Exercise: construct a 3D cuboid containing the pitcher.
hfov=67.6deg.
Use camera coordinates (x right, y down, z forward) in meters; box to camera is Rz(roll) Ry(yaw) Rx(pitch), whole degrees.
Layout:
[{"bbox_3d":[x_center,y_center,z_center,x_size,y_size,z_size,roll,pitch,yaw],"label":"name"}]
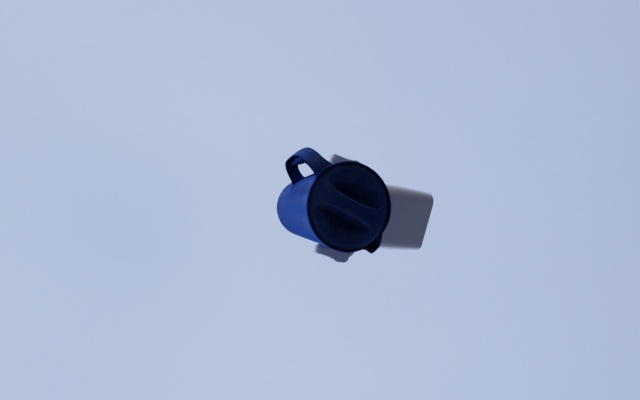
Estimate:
[{"bbox_3d":[0.000,0.003,0.798,0.145,0.149,0.243,7,-3,-19],"label":"pitcher"}]
